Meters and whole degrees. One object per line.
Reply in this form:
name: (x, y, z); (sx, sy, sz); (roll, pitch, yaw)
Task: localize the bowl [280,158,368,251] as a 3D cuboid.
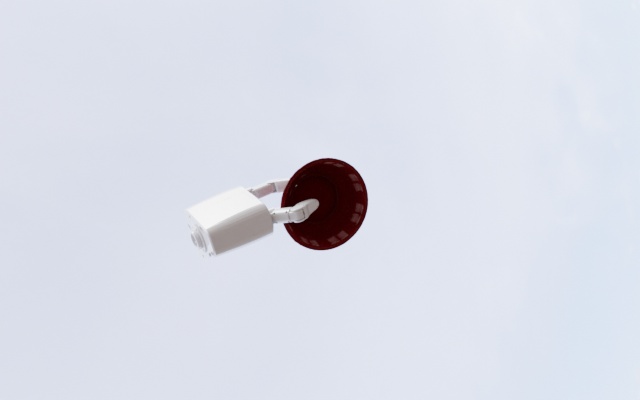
bowl: (0.001, 0.003, 0.832); (0.162, 0.162, 0.055); (0, 12, -22)
